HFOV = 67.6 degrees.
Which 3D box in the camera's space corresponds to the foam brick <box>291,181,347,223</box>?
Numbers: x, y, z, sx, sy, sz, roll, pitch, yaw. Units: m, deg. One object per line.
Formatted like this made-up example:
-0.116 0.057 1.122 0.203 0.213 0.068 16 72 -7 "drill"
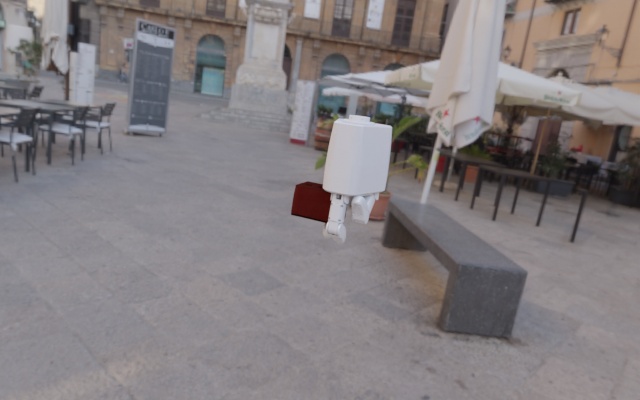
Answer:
0.000 0.003 0.774 0.078 0.051 0.053 12 14 20 "foam brick"
